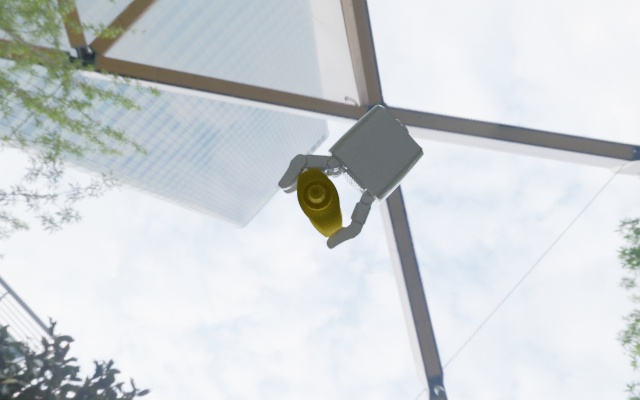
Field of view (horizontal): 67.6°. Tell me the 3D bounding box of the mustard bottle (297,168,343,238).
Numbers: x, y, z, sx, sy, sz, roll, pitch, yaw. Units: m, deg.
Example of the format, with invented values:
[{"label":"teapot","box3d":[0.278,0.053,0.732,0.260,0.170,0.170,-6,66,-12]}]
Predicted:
[{"label":"mustard bottle","box3d":[0.000,0.003,0.717,0.058,0.096,0.191,-21,-9,0]}]
